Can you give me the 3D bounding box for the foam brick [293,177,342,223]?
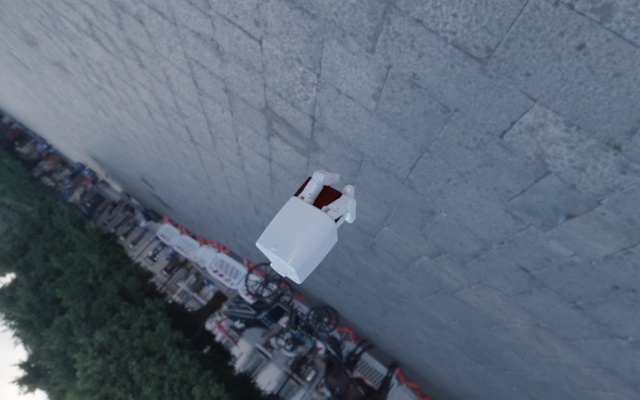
[{"bbox_3d":[0.000,0.003,0.851,0.078,0.051,0.053,28,-19,34],"label":"foam brick"}]
